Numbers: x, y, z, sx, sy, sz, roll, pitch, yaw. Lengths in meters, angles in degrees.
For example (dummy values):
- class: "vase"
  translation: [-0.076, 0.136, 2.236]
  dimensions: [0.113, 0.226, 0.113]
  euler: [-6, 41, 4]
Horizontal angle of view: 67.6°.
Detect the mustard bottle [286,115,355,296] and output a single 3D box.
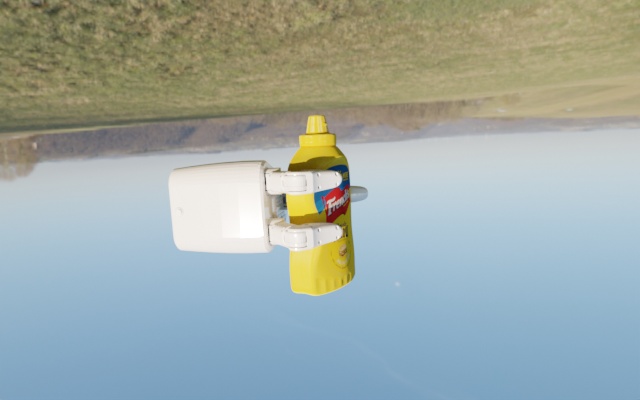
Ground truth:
- class: "mustard bottle"
  translation: [0.000, 0.002, 0.536]
  dimensions: [0.058, 0.191, 0.096]
  euler: [2, 9, 34]
